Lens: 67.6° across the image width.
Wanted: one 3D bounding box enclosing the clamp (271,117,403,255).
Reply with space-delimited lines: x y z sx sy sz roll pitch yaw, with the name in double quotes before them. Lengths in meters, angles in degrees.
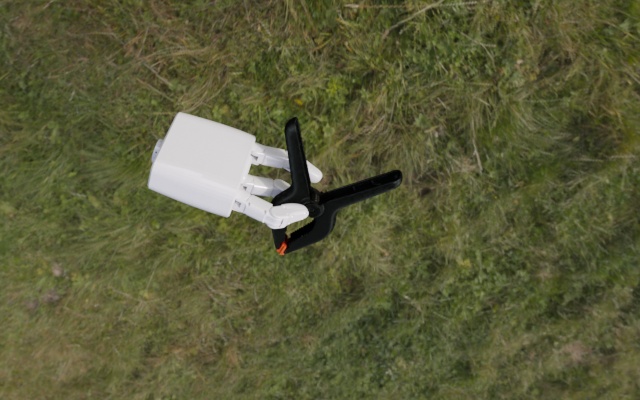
"clamp" 0.000 0.003 0.646 0.164 0.210 0.036 20 37 -9
